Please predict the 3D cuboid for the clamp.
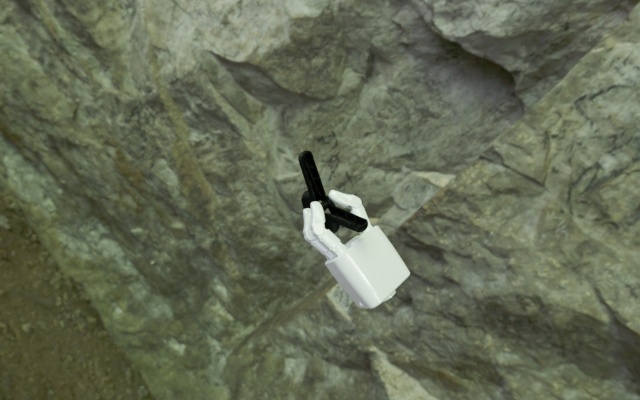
[{"bbox_3d":[0.001,0.003,0.859,0.036,0.164,0.210,-35,-2,-19],"label":"clamp"}]
